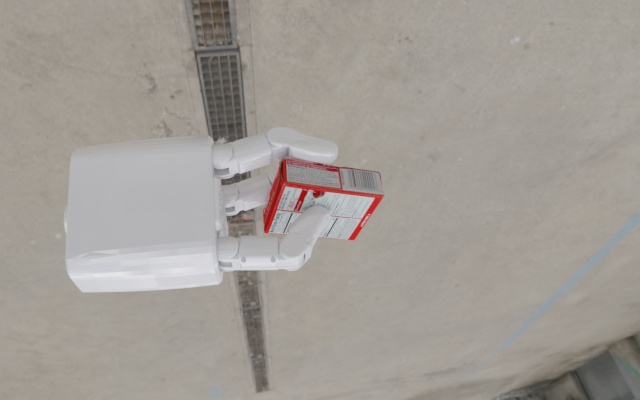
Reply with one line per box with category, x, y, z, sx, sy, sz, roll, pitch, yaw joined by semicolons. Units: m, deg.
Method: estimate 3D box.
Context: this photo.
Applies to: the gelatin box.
gelatin box;0.000;0.002;0.415;0.089;0.030;0.073;7;-38;-16
